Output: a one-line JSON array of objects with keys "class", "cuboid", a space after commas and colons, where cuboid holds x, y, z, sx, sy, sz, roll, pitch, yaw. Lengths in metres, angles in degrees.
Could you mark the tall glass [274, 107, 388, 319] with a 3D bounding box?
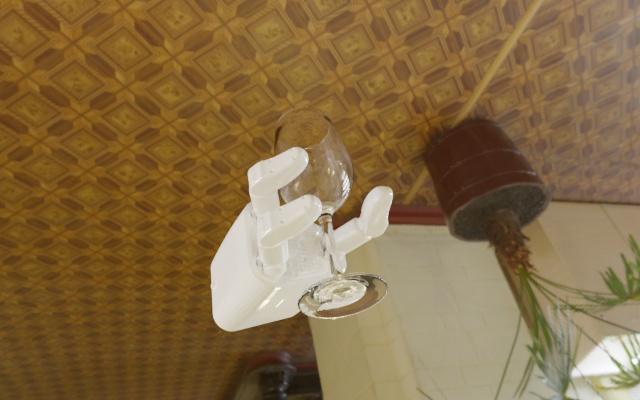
[{"class": "tall glass", "cuboid": [0.000, 0.002, 0.443, 0.079, 0.201, 0.079, -8, -37, -6]}]
